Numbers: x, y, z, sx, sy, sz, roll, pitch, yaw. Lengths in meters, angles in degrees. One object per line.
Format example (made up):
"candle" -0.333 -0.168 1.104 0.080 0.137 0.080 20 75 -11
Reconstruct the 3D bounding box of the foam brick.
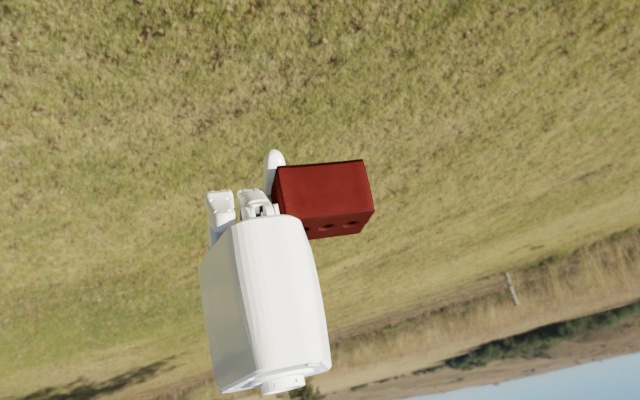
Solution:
"foam brick" 0.000 0.001 0.414 0.078 0.051 0.053 -7 -25 -16
